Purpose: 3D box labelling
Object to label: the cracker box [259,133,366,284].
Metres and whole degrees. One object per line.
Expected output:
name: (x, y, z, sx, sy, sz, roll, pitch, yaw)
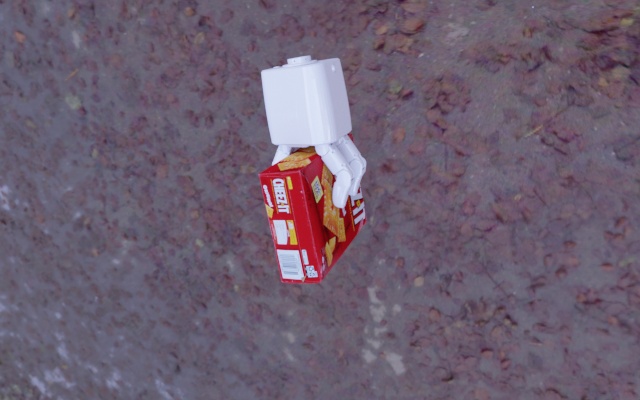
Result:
cracker box: (0.000, 0.002, 0.721, 0.072, 0.164, 0.213, -2, 20, 25)
